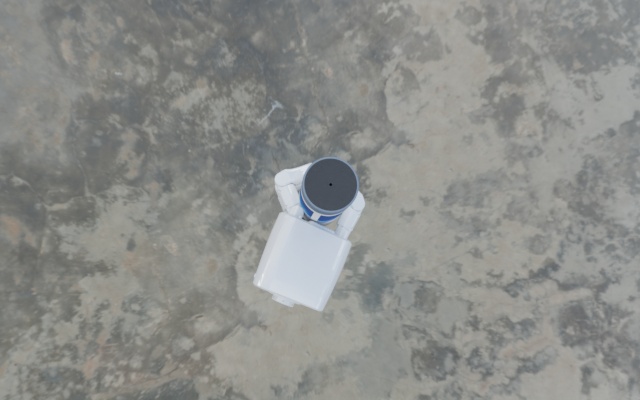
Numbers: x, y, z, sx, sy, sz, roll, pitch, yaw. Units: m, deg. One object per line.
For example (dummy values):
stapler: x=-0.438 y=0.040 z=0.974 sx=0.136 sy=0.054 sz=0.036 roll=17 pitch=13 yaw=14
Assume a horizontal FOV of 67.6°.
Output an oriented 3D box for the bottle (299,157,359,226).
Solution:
bottle: x=0.000 y=0.002 z=0.698 sx=0.069 sy=0.069 sz=0.296 roll=0 pitch=-8 yaw=-5
